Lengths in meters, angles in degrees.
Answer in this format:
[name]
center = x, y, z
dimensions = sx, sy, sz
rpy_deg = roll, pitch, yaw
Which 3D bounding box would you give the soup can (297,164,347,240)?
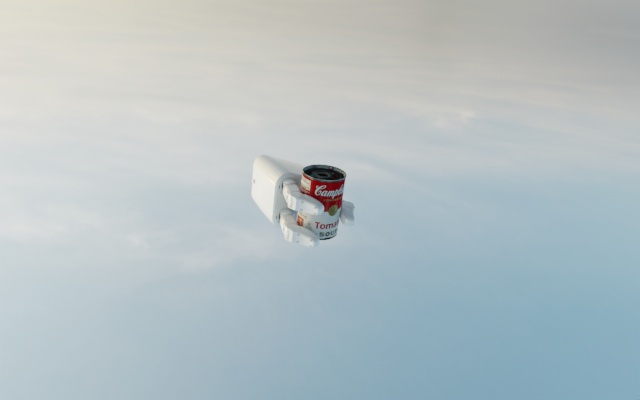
[soup can]
center = 0.000, 0.003, 0.750
dimensions = 0.068, 0.102, 0.068
rpy_deg = 6, 23, -3
